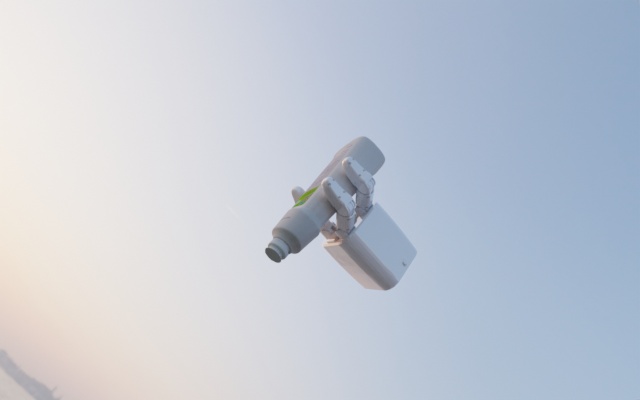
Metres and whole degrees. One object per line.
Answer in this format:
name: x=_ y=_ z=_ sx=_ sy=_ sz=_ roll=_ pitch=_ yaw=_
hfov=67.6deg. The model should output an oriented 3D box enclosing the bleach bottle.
bleach bottle: x=0.000 y=0.002 z=0.726 sx=0.250 sy=0.068 sz=0.102 roll=-47 pitch=7 yaw=-36
